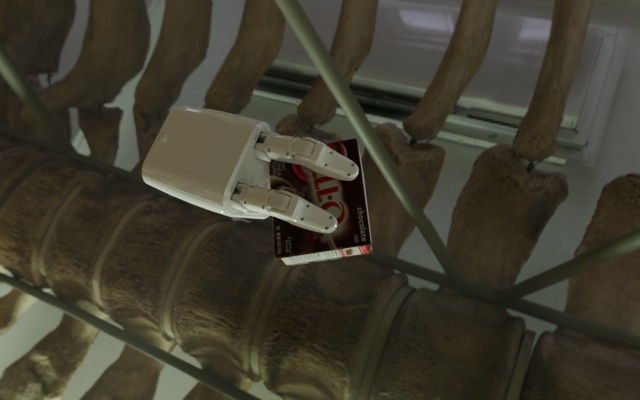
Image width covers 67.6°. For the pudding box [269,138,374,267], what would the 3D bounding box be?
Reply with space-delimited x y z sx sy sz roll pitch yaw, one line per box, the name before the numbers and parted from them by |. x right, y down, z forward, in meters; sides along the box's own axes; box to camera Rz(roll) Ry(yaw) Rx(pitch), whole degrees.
pudding box | 0.000 0.002 0.462 0.090 0.113 0.039 -10 -21 9
